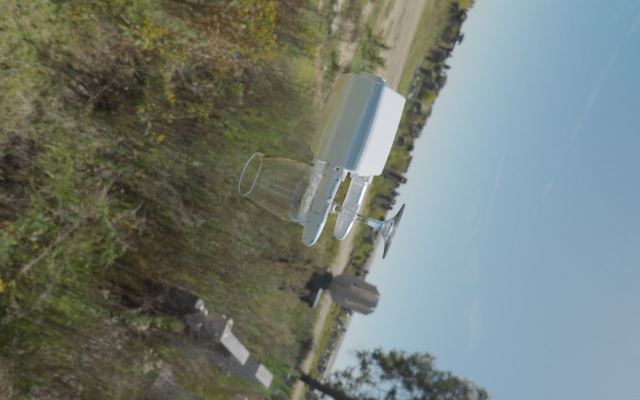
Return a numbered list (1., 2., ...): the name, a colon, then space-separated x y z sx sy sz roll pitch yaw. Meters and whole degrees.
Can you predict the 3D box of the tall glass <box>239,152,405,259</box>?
1. tall glass: 0.001 0.002 0.605 0.201 0.079 0.079 21 3 7
